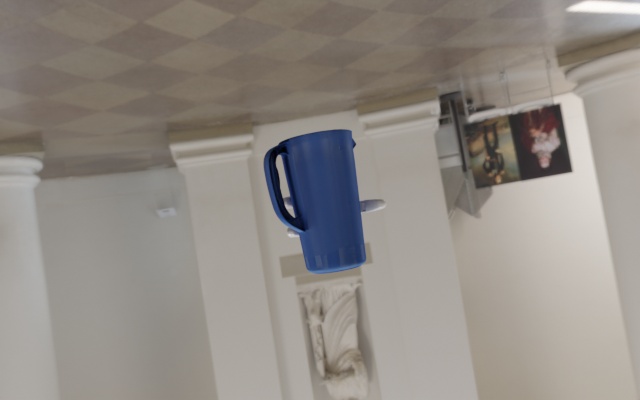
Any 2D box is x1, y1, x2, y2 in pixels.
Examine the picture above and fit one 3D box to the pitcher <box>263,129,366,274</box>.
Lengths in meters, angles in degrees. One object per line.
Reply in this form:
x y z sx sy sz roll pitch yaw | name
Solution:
0.000 0.003 0.842 0.149 0.243 0.145 -10 -2 11 | pitcher
